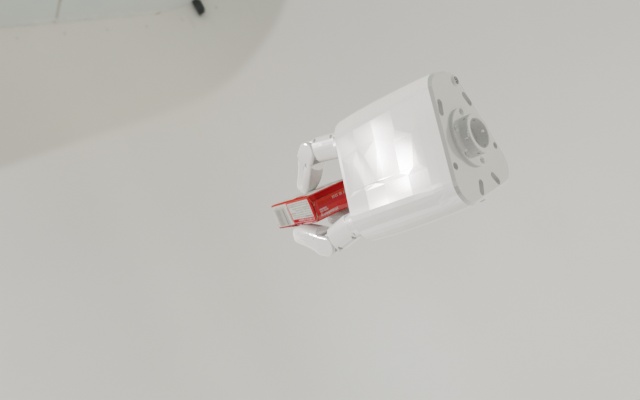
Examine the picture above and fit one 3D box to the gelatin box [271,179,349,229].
[{"bbox_3d":[0.000,0.001,0.508,0.073,0.030,0.089,-24,5,-31],"label":"gelatin box"}]
